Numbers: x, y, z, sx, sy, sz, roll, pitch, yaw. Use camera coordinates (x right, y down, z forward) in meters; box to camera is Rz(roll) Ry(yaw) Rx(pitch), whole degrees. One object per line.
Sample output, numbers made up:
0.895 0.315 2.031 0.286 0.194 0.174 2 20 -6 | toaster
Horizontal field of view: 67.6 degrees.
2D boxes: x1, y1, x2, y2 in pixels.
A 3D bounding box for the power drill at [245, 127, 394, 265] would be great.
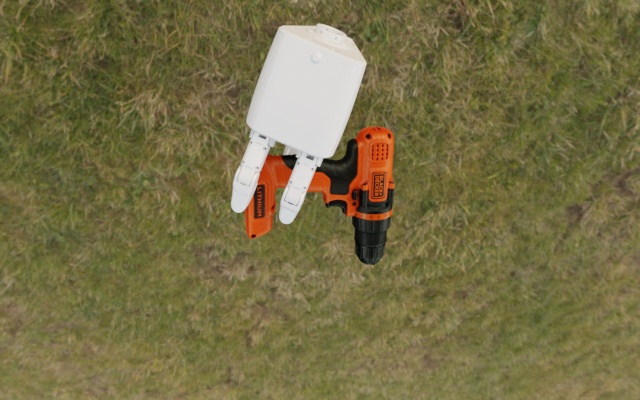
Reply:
0.000 0.002 0.597 0.187 0.184 0.057 -4 20 -12 | power drill
